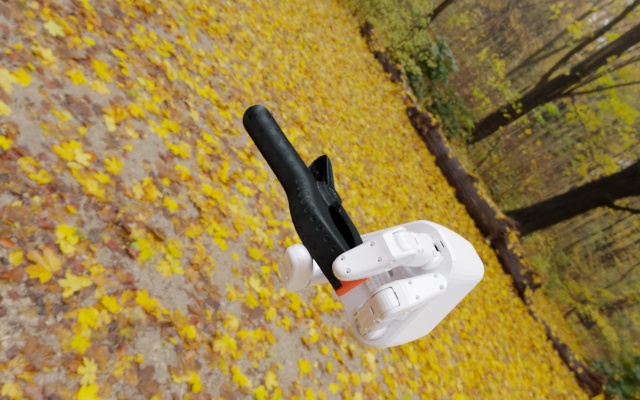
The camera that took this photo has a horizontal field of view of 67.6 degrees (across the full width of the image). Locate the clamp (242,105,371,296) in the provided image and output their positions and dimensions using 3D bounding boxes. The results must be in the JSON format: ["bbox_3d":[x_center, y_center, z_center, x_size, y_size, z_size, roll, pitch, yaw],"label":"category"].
[{"bbox_3d":[0.001,0.001,0.409,0.039,0.171,0.120,-36,-27,23],"label":"clamp"}]
